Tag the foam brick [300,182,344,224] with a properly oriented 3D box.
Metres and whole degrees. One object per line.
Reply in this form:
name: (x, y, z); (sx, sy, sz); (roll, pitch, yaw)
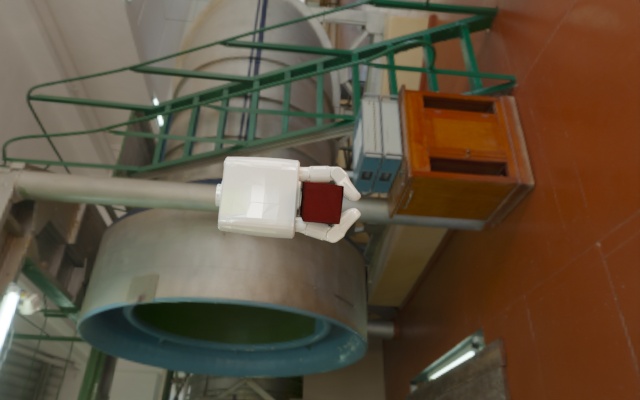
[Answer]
foam brick: (0.000, 0.002, 0.661); (0.051, 0.053, 0.078); (5, 2, -5)
